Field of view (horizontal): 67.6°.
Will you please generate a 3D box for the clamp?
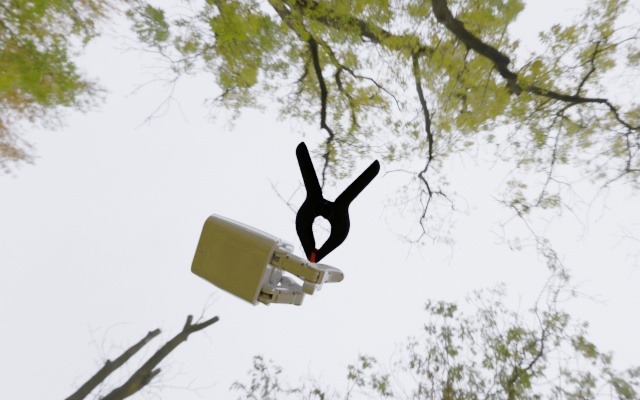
[{"bbox_3d":[0.000,0.002,0.671,0.120,0.171,0.039,25,10,16],"label":"clamp"}]
